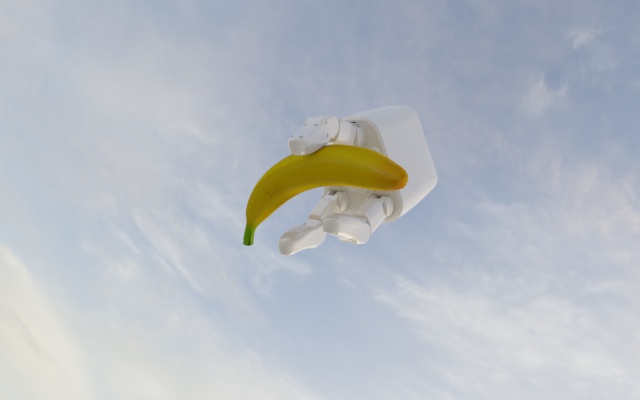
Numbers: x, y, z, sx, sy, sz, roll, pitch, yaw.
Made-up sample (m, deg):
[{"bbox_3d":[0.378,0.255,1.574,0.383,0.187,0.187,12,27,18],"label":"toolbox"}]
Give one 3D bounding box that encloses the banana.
[{"bbox_3d":[-0.008,-0.015,0.448,0.198,0.069,0.037,-23,-7,38],"label":"banana"}]
